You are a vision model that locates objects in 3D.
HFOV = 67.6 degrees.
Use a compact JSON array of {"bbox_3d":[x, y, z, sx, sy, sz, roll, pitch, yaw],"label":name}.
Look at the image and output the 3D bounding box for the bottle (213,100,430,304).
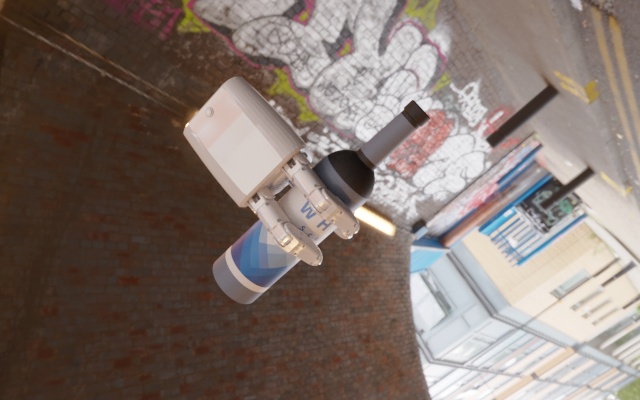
[{"bbox_3d":[0.000,0.002,0.531,0.296,0.069,0.069,-43,-15,17],"label":"bottle"}]
